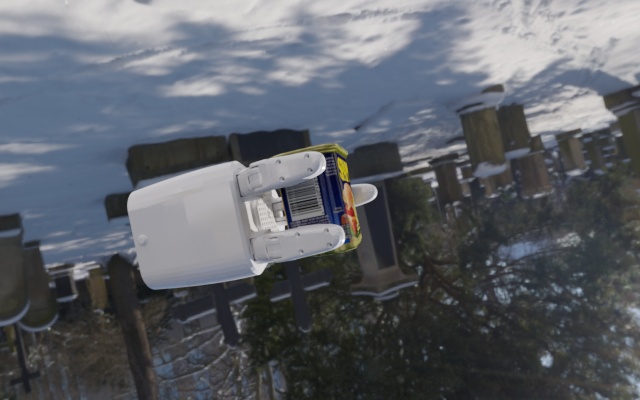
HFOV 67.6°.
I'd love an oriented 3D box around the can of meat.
[{"bbox_3d":[0.000,0.002,0.409,0.057,0.084,0.102,-12,-1,9],"label":"can of meat"}]
